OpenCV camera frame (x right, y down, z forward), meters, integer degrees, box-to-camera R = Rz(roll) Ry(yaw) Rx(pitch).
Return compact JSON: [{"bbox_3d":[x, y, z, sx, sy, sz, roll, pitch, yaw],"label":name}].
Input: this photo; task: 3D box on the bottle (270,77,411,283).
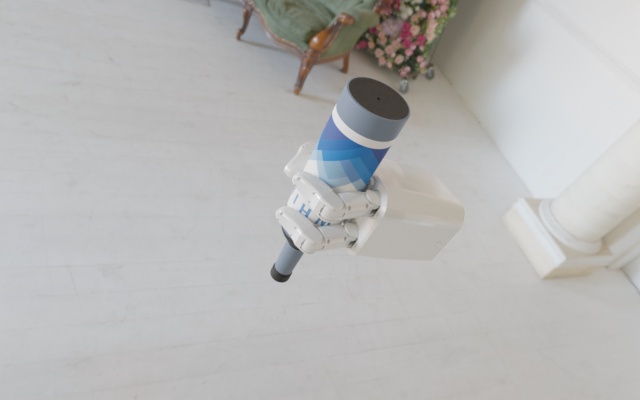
[{"bbox_3d":[0.000,0.002,0.539,0.069,0.069,0.296,0,-41,-29],"label":"bottle"}]
